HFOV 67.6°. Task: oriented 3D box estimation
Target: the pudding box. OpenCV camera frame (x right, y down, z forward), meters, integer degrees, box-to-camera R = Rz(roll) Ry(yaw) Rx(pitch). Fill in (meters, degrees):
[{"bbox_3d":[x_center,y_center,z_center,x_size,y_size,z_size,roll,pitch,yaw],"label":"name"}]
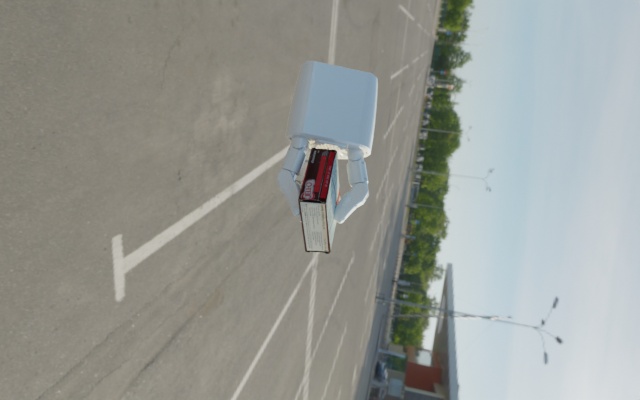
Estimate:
[{"bbox_3d":[0.000,0.002,0.620,0.039,0.090,0.114,5,-39,11],"label":"pudding box"}]
